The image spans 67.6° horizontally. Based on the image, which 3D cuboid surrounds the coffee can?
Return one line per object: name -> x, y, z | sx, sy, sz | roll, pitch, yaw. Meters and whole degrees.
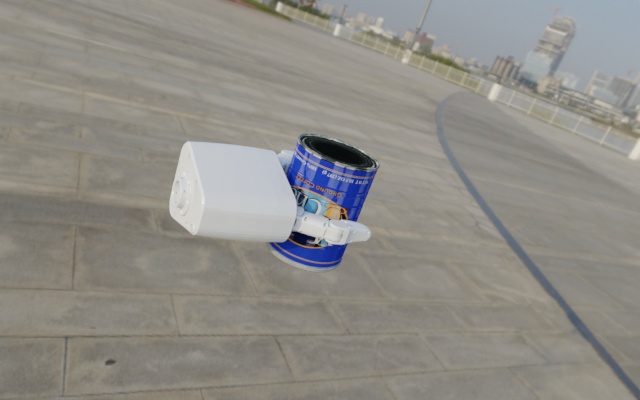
coffee can -> 0.000, 0.002, 0.588 | 0.103, 0.140, 0.102 | 17, 21, -7
